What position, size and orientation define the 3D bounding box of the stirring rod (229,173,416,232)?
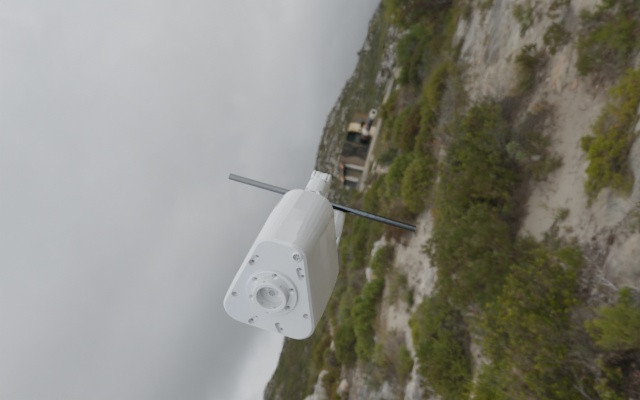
[{"bbox_3d":[0.000,0.002,0.592,0.239,0.011,0.011,16,2,6],"label":"stirring rod"}]
